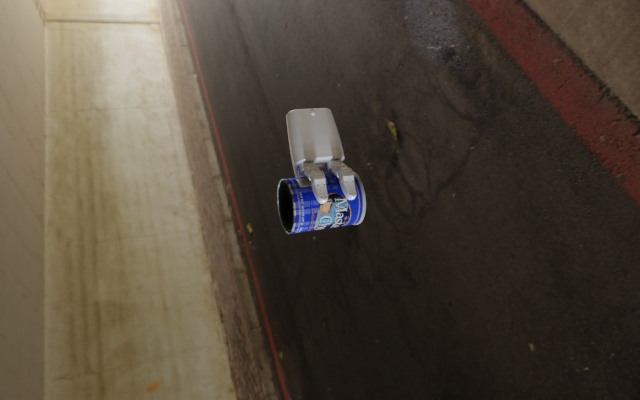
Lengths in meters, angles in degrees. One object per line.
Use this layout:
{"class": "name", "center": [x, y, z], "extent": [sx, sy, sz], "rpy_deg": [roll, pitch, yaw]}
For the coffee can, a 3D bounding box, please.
{"class": "coffee can", "center": [0.000, 0.003, 0.892], "extent": [0.140, 0.103, 0.103], "rpy_deg": [-7, 2, -21]}
